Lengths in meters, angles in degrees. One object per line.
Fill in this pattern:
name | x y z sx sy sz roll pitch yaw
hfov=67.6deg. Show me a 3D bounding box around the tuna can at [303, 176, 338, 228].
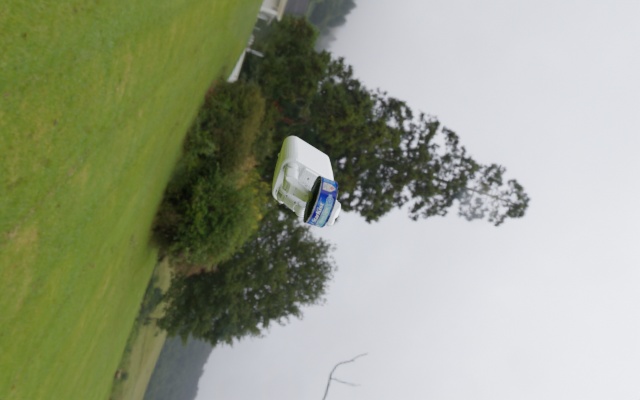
tuna can | 0.001 0.003 0.819 0.034 0.086 0.086 18 -4 -11
